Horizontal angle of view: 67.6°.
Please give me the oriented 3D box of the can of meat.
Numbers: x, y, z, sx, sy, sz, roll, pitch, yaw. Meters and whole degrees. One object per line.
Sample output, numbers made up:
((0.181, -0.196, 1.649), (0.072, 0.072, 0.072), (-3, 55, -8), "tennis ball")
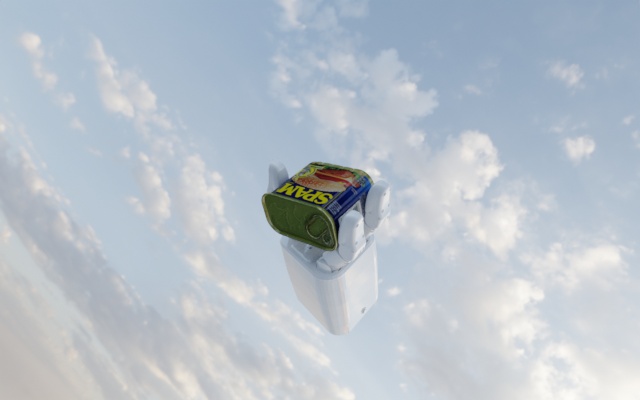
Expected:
((0.000, 0.002, 0.537), (0.102, 0.057, 0.084), (16, 42, 37), "can of meat")
